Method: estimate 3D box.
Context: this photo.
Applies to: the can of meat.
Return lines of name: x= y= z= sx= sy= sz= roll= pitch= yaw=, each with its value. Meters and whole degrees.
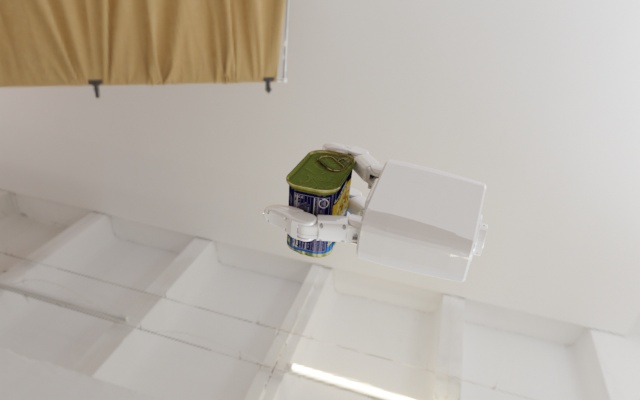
can of meat: x=0.000 y=0.002 z=0.530 sx=0.057 sy=0.084 sz=0.102 roll=12 pitch=29 yaw=14
